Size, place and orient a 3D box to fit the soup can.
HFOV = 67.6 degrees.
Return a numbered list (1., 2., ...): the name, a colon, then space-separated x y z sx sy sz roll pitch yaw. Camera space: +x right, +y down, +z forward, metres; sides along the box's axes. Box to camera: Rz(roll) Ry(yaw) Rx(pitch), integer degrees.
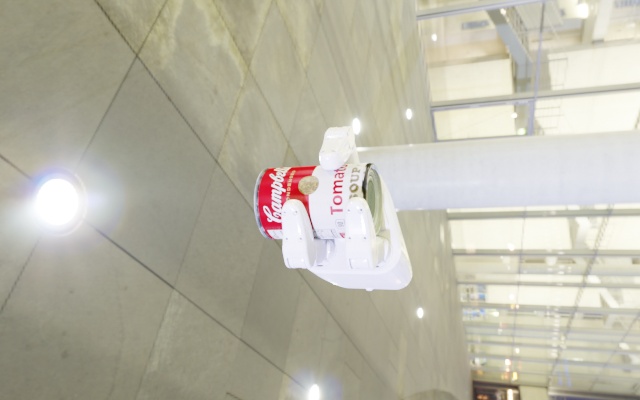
1. soup can: 0.000 0.001 0.434 0.102 0.068 0.068 -2 -1 19
